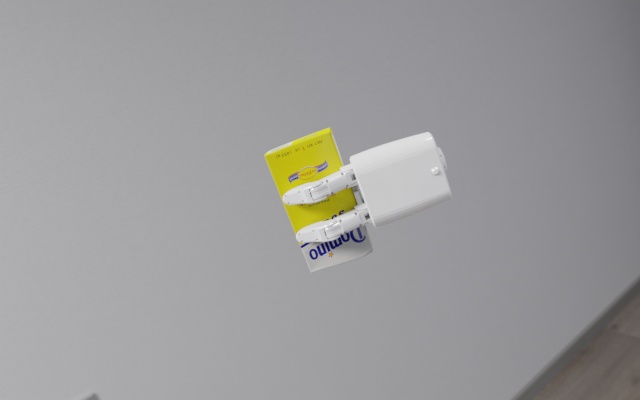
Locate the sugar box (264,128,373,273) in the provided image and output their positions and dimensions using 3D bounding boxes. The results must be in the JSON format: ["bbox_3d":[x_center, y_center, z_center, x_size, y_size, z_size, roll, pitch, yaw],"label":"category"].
[{"bbox_3d":[0.000,0.002,0.640,0.093,0.176,0.048,-19,13,7],"label":"sugar box"}]
